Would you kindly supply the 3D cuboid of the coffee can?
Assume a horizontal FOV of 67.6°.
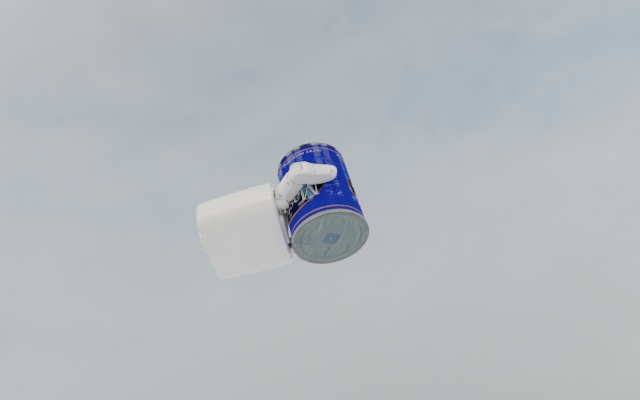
[{"bbox_3d":[0.000,0.002,0.667,0.103,0.140,0.103,-8,-44,-8],"label":"coffee can"}]
